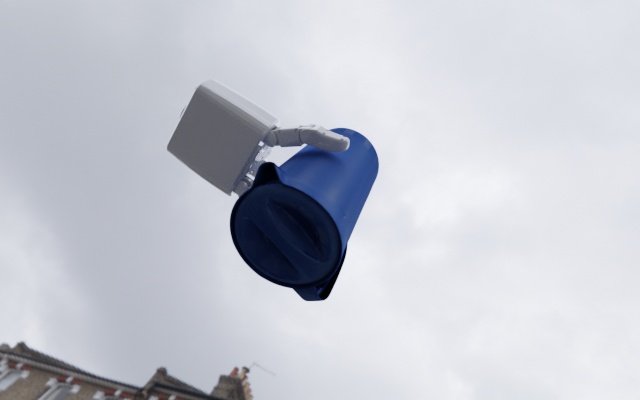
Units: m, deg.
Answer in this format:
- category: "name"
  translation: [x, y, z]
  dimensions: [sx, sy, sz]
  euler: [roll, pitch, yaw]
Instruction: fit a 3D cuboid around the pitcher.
- category: "pitcher"
  translation: [0.000, 0.002, 0.618]
  dimensions: [0.145, 0.149, 0.242]
  euler: [32, 33, 4]
